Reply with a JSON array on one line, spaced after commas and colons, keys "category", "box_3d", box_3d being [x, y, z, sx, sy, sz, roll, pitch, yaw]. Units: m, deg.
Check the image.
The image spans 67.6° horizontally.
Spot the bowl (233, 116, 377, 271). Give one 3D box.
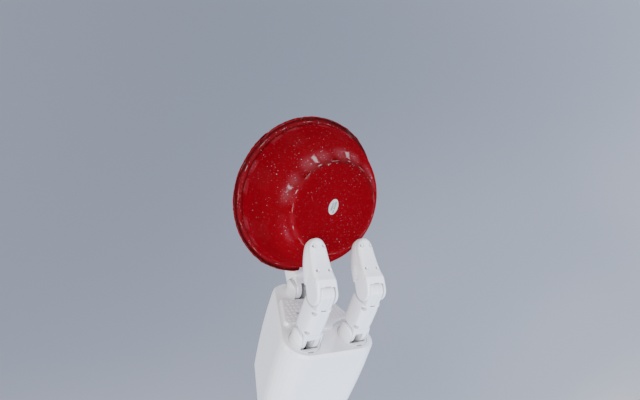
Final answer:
[{"category": "bowl", "box_3d": [0.000, 0.000, 0.465, 0.162, 0.162, 0.055, 0, 13, -32]}]
